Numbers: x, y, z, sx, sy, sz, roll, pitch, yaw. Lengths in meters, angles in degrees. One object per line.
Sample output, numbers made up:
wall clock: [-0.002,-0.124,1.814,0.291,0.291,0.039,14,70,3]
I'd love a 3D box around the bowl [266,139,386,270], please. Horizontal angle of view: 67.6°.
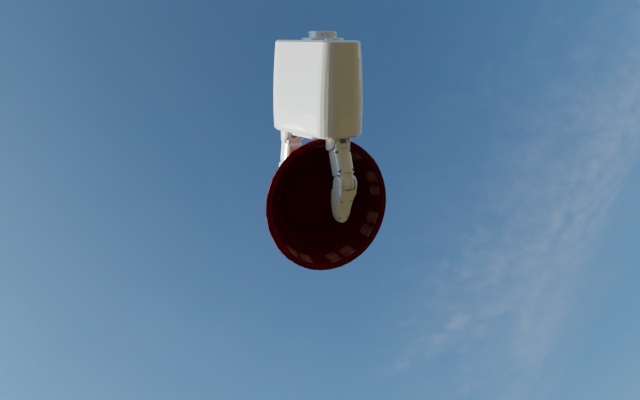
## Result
bowl: [0.000,0.003,0.595,0.162,0.162,0.055,0,8,-26]
